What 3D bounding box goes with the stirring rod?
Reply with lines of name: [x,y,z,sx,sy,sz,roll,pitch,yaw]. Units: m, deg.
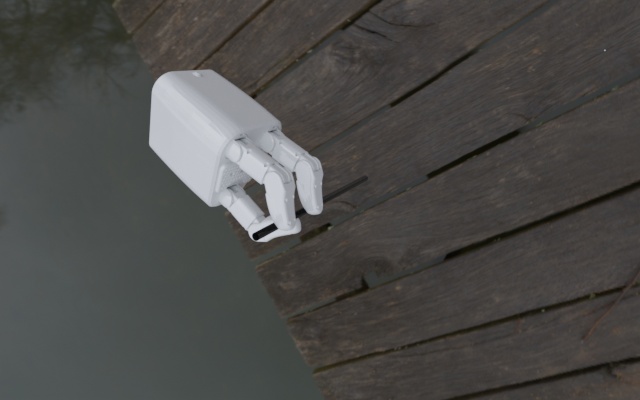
stirring rod: [0.000,0.002,0.534,0.011,0.011,0.239,0,15,31]
